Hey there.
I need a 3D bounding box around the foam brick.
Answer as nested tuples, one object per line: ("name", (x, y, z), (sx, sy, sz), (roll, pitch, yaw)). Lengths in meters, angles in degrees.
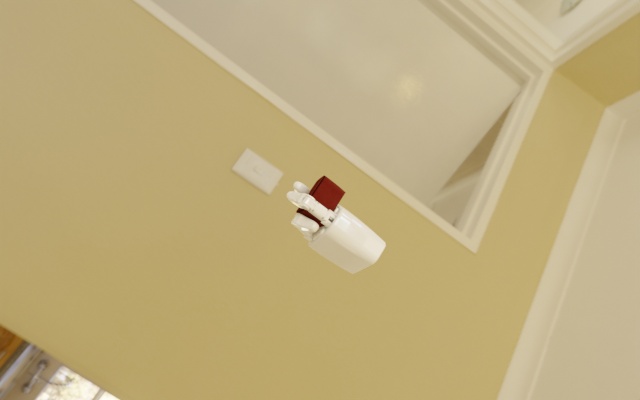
("foam brick", (0.000, 0.003, 0.881), (0.051, 0.078, 0.053), (35, -14, -8))
